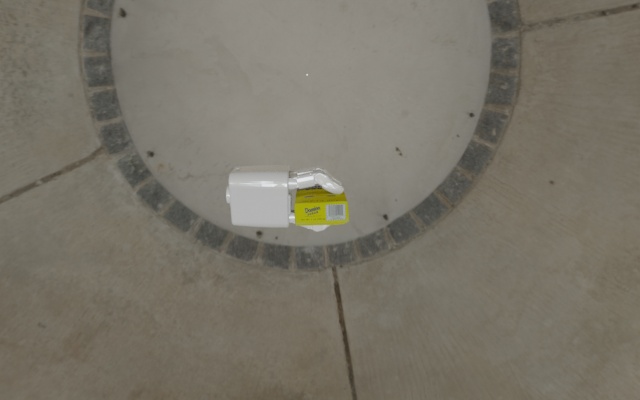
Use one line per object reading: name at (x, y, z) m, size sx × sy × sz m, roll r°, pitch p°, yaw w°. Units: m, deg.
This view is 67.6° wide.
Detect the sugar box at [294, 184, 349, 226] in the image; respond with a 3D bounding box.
sugar box at (0.000, 0.002, 0.889) m, size 0.093 × 0.048 × 0.176 m, roll -2°, pitch 15°, yaw -1°
